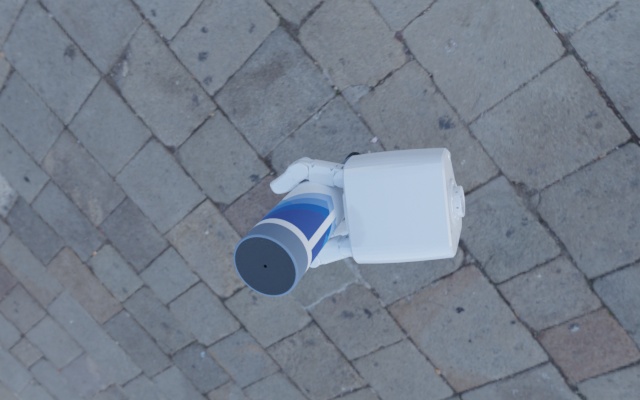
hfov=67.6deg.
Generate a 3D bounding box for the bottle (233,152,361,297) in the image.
[{"bbox_3d":[0.000,0.002,0.562,0.069,0.069,0.295,0,24,22],"label":"bottle"}]
